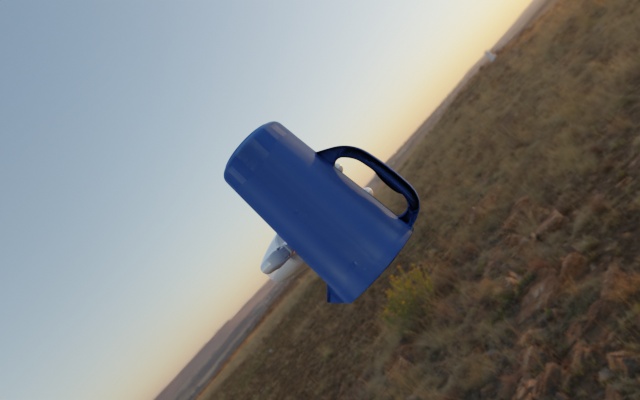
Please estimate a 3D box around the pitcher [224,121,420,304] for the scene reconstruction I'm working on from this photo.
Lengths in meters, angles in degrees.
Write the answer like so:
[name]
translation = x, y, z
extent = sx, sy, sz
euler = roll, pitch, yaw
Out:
[pitcher]
translation = 0.000, 0.002, 0.631
extent = 0.149, 0.243, 0.145
euler = -46, -5, -33
